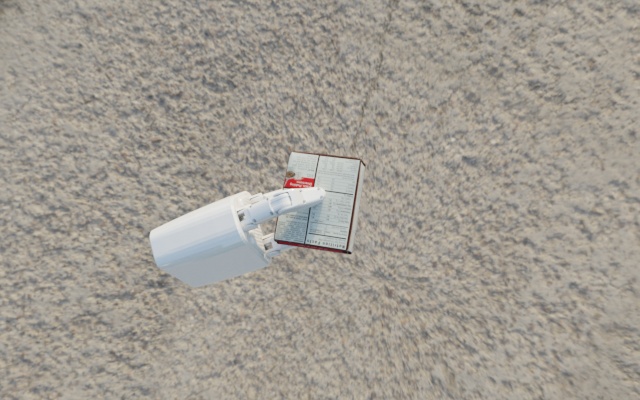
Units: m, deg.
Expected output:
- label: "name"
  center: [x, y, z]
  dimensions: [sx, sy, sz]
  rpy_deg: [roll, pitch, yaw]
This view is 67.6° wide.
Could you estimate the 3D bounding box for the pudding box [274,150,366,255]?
- label: "pudding box"
  center: [0.000, 0.002, 0.561]
  dimensions: [0.090, 0.113, 0.039]
  rpy_deg: [8, -7, 11]
